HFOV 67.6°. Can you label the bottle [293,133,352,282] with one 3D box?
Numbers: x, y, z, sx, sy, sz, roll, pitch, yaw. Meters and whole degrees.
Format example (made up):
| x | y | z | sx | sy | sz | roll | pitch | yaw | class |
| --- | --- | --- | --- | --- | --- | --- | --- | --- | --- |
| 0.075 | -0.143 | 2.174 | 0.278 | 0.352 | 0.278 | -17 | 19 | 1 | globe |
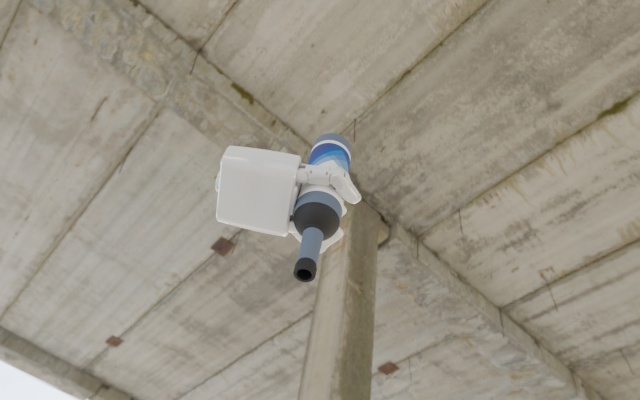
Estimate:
| x | y | z | sx | sy | sz | roll | pitch | yaw | class |
| --- | --- | --- | --- | --- | --- | --- | --- | --- | --- |
| 0.000 | 0.002 | 0.690 | 0.069 | 0.069 | 0.295 | 0 | 36 | 10 | bottle |
